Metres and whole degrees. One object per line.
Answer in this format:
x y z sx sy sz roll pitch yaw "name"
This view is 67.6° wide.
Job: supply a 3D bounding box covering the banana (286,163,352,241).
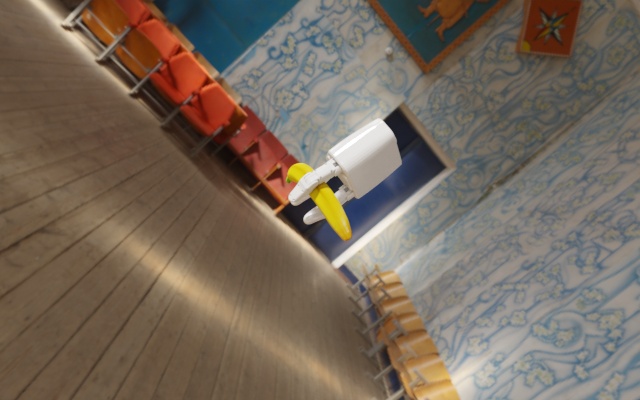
-0.005 -0.011 0.826 0.037 0.070 0.197 -31 49 -15 "banana"
